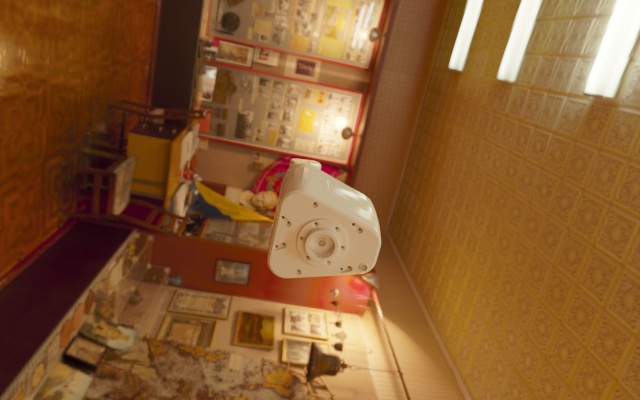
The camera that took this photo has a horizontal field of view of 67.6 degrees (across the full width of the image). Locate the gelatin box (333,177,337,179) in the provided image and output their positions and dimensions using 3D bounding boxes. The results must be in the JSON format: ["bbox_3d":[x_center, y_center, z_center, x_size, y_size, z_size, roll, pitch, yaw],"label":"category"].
[{"bbox_3d":[0.001,0.002,0.635,0.030,0.073,0.089,13,3,1],"label":"gelatin box"}]
